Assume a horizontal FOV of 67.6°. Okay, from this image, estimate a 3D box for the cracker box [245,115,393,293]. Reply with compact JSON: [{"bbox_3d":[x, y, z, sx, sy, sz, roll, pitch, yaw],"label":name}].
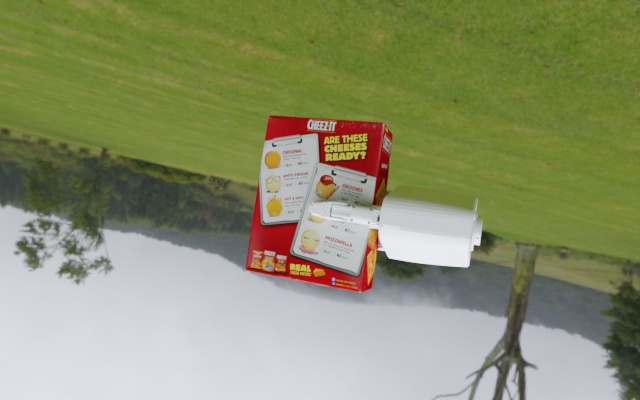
[{"bbox_3d":[0.000,0.002,0.642,0.164,0.213,0.072,7,-3,19],"label":"cracker box"}]
